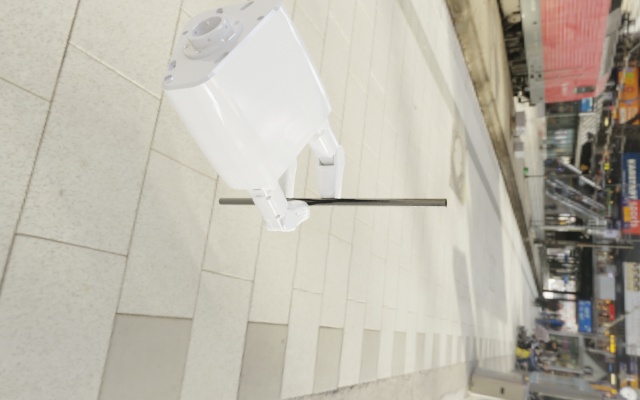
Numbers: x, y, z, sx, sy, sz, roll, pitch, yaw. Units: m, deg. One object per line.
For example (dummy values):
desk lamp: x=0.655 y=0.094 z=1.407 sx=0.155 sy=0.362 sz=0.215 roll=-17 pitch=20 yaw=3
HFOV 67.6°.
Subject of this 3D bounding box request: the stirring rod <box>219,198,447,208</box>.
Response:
stirring rod: x=0.000 y=0.001 z=0.462 sx=0.239 sy=0.011 sz=0.011 roll=0 pitch=0 yaw=26
